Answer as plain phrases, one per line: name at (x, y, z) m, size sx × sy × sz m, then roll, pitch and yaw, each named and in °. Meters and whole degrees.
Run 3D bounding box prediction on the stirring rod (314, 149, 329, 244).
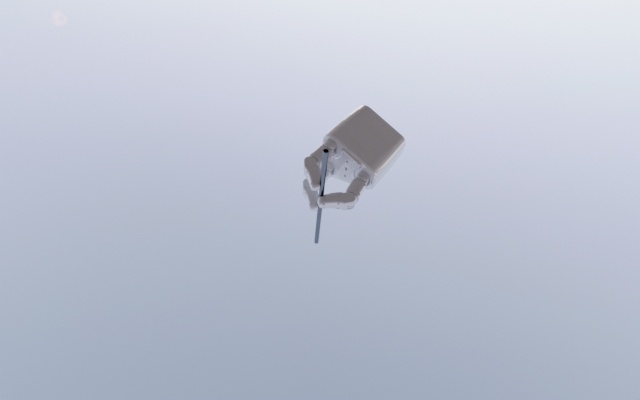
stirring rod at (0.000, 0.002, 0.765) m, size 0.011 × 0.011 × 0.240 m, roll 0°, pitch -37°, yaw -4°
